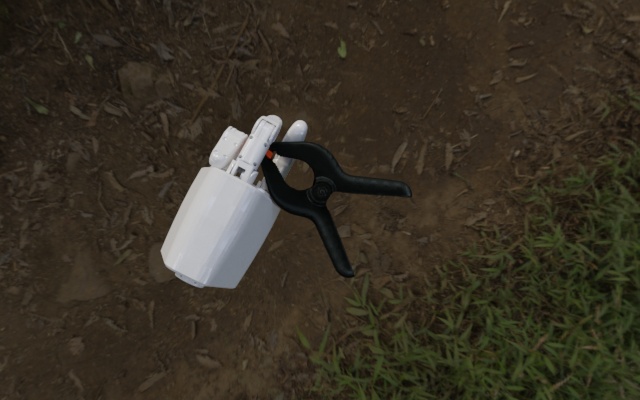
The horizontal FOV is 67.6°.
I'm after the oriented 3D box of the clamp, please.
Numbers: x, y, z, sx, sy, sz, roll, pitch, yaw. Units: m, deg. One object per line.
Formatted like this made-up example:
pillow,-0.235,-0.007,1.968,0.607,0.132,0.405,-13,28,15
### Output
clamp,0.000,0.001,0.509,0.171,0.120,0.039,27,-6,-3
